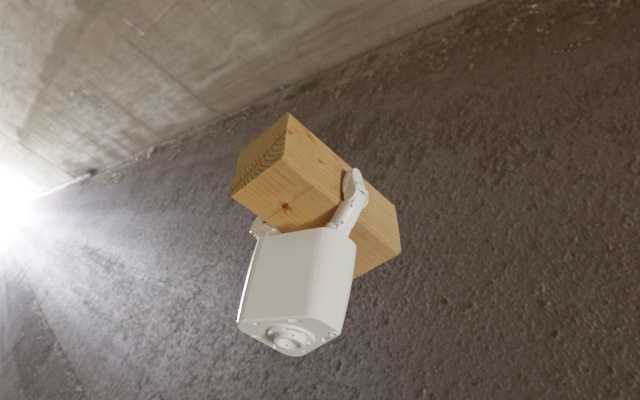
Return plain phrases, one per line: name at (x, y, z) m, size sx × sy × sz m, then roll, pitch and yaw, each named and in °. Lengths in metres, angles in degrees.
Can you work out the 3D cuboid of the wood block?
wood block at (0.000, 0.002, 0.600) m, size 0.091 × 0.090 × 0.206 m, roll -34°, pitch -56°, yaw 28°
